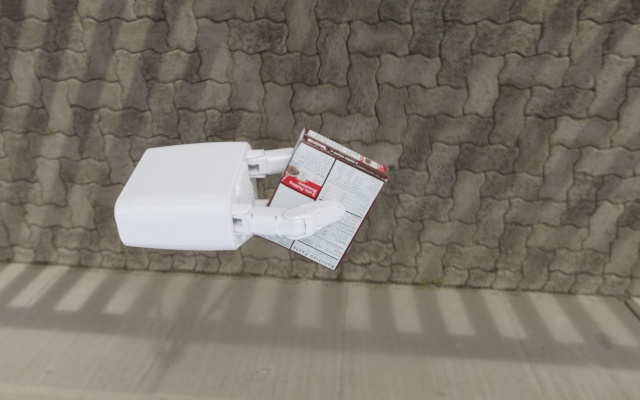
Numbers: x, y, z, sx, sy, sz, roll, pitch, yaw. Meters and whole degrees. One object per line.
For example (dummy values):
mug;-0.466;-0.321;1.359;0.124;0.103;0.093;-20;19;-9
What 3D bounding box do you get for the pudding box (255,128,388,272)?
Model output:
pudding box;0.000;0.002;0.458;0.090;0.113;0.039;25;25;-5
